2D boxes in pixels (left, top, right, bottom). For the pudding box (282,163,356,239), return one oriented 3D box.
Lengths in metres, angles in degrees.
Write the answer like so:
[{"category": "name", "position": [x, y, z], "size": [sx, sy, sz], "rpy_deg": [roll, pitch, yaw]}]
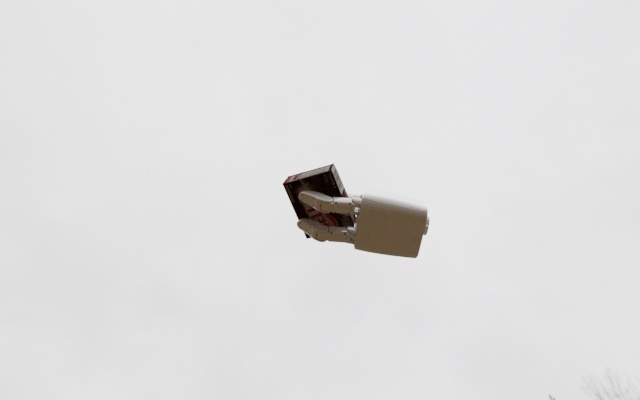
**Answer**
[{"category": "pudding box", "position": [0.000, 0.003, 0.804], "size": [0.090, 0.113, 0.039], "rpy_deg": [-15, 20, 19]}]
